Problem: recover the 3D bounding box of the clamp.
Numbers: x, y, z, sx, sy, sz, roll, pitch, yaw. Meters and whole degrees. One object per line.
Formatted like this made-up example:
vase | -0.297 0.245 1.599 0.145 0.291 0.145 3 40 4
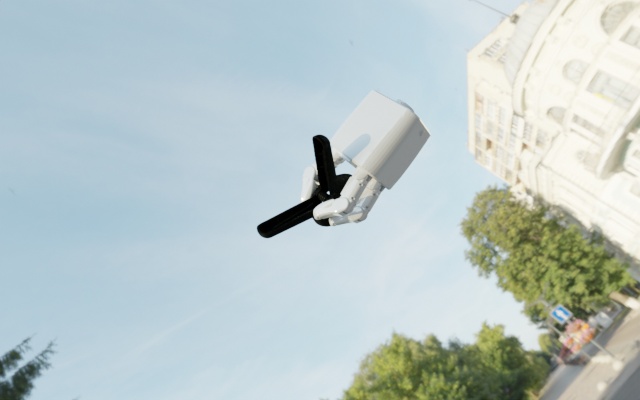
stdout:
clamp | 0.000 0.002 0.727 0.036 0.164 0.210 41 6 30
